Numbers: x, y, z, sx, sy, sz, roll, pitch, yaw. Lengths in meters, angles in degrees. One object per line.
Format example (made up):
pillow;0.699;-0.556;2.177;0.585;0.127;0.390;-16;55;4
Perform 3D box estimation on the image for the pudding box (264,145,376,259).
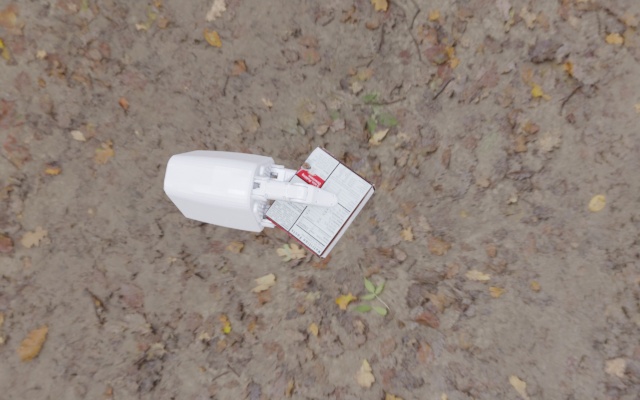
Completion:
pudding box;0.000;0.002;0.590;0.090;0.113;0.039;37;0;10
